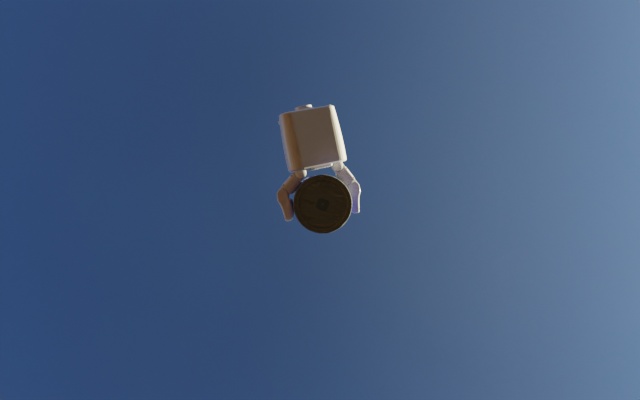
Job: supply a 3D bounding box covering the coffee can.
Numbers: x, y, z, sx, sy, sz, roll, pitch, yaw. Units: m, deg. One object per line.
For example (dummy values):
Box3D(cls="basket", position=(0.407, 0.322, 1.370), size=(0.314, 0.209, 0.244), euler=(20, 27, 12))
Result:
Box3D(cls="coffee can", position=(0.000, 0.003, 0.895), size=(0.103, 0.103, 0.140), euler=(0, 3, -3))
